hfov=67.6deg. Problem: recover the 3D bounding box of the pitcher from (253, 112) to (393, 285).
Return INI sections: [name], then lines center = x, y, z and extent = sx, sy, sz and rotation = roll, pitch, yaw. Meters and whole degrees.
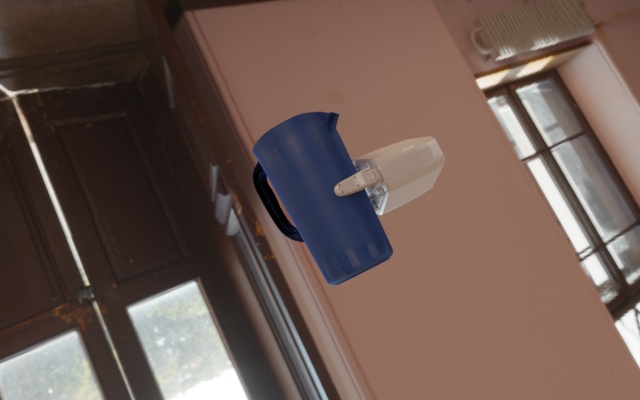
[pitcher]
center = 0.000, 0.002, 0.719
extent = 0.145, 0.243, 0.149
rotation = -25, -9, -13
